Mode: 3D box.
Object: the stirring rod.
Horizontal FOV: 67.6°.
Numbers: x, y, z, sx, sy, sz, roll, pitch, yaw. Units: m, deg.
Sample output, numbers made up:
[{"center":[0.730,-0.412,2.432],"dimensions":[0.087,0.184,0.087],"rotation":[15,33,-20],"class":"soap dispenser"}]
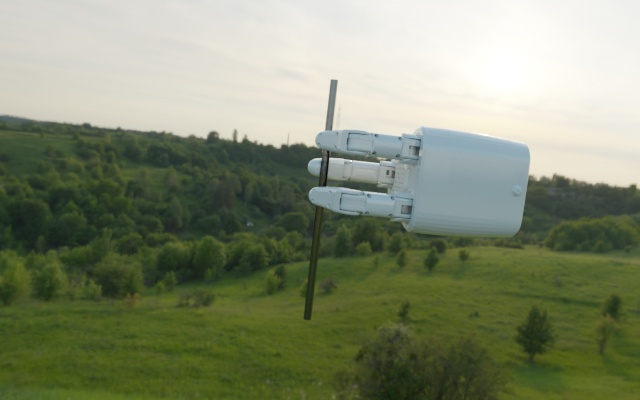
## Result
[{"center":[0.000,0.002,0.476],"dimensions":[0.011,0.239,0.011],"rotation":[6,5,-1],"class":"stirring rod"}]
